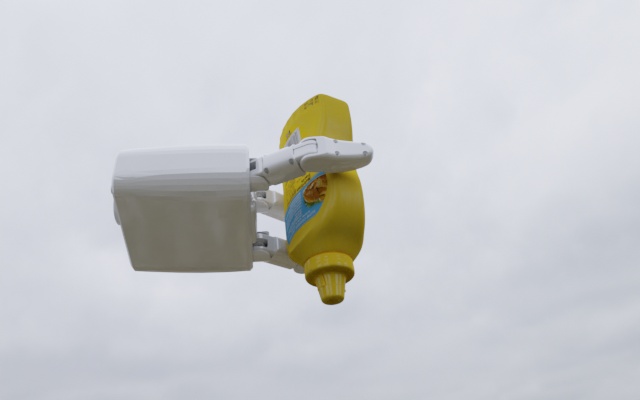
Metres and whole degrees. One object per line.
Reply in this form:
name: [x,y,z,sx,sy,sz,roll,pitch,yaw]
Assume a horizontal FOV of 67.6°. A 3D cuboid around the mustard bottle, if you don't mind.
mustard bottle: [0.000,0.001,0.429,0.058,0.191,0.096,15,-41,-27]
